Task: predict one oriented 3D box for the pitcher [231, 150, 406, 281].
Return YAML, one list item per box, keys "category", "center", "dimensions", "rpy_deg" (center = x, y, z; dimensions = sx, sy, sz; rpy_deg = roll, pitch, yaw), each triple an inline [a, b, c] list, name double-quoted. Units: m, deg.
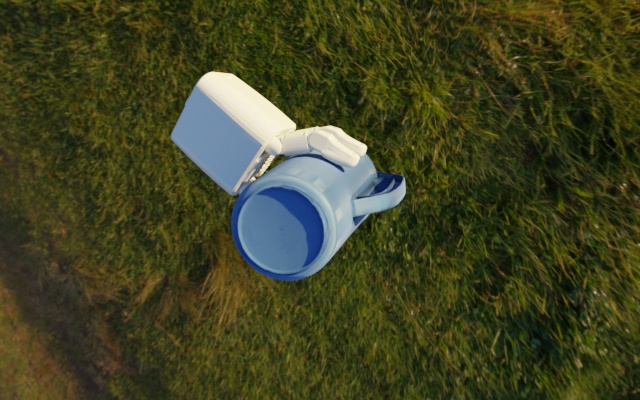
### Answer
- category: "pitcher"
  center: [0.000, 0.002, 0.564]
  dimensions: [0.145, 0.149, 0.242]
  rpy_deg: [41, 18, 2]
